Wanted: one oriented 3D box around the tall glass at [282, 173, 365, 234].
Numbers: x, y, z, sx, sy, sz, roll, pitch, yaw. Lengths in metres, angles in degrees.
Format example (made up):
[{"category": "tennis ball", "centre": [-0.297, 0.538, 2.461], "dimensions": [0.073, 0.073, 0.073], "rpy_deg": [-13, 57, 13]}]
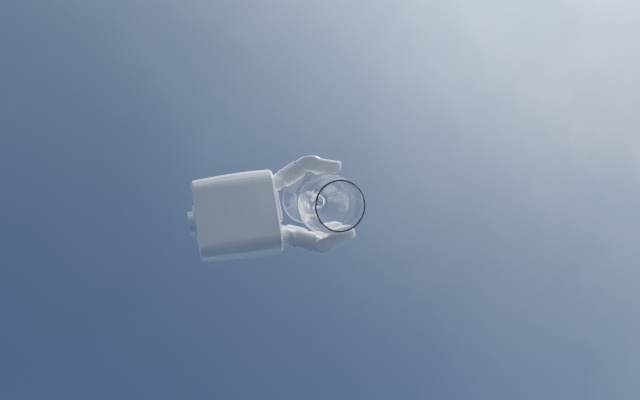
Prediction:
[{"category": "tall glass", "centre": [0.000, 0.002, 0.651], "dimensions": [0.079, 0.079, 0.201], "rpy_deg": [0, 2, -14]}]
